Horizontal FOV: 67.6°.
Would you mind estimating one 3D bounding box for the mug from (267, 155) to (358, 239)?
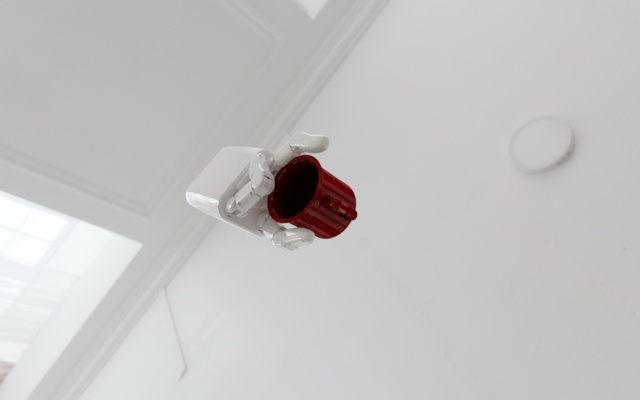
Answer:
[{"bbox_3d":[0.001,0.002,0.605,0.117,0.093,0.081,14,-13,48],"label":"mug"}]
